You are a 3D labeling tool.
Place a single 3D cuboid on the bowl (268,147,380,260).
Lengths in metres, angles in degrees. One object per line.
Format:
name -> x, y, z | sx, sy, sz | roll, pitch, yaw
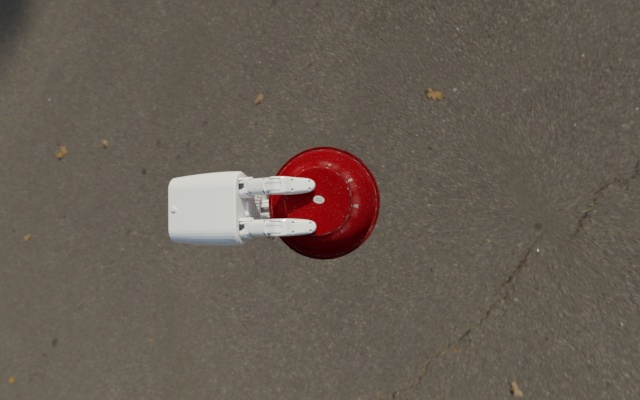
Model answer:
bowl -> 0.001, 0.002, 0.655 | 0.162, 0.162, 0.055 | 0, -3, 9
